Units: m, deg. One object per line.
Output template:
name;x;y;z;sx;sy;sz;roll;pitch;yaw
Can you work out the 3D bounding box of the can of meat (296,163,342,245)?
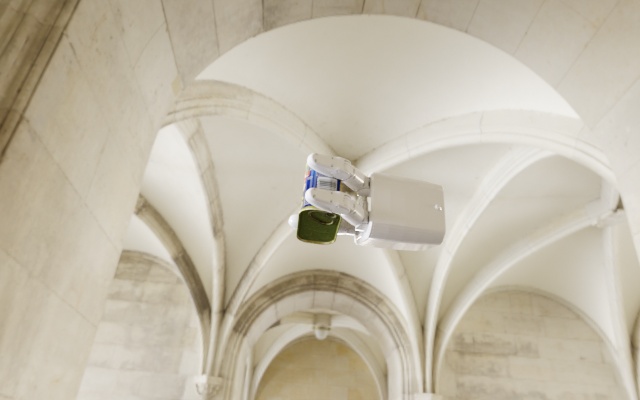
can of meat;0.000;0.002;0.670;0.057;0.084;0.102;7;-30;-2
